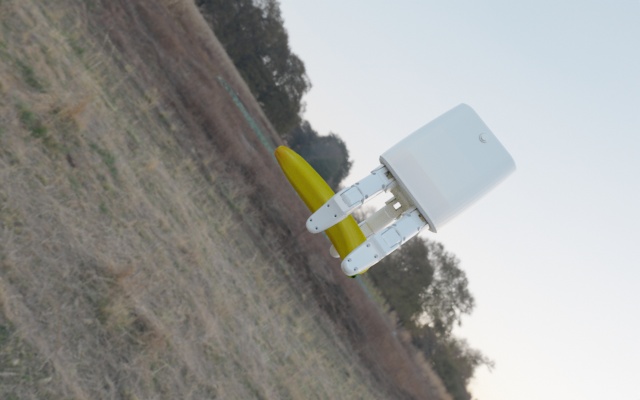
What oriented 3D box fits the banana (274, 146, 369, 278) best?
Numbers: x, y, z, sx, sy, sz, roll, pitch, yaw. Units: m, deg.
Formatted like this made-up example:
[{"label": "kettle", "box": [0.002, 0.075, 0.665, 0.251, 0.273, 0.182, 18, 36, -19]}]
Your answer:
[{"label": "banana", "box": [0.009, 0.012, 0.537, 0.037, 0.197, 0.070, -36, -36, 3]}]
